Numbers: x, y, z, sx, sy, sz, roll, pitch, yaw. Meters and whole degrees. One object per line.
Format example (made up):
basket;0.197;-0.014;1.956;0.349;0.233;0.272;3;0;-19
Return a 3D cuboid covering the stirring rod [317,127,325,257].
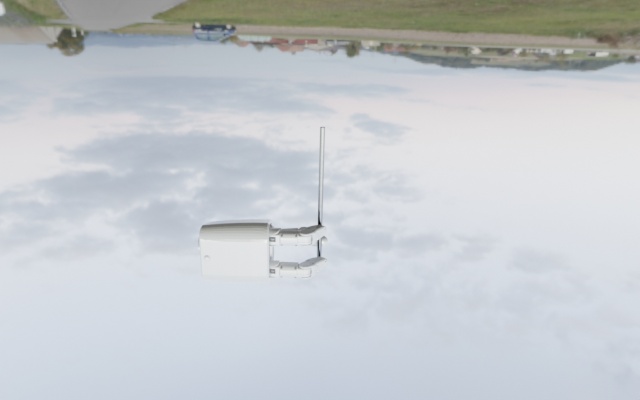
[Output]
stirring rod;0.000;0.002;0.764;0.011;0.240;0.011;1;19;0
